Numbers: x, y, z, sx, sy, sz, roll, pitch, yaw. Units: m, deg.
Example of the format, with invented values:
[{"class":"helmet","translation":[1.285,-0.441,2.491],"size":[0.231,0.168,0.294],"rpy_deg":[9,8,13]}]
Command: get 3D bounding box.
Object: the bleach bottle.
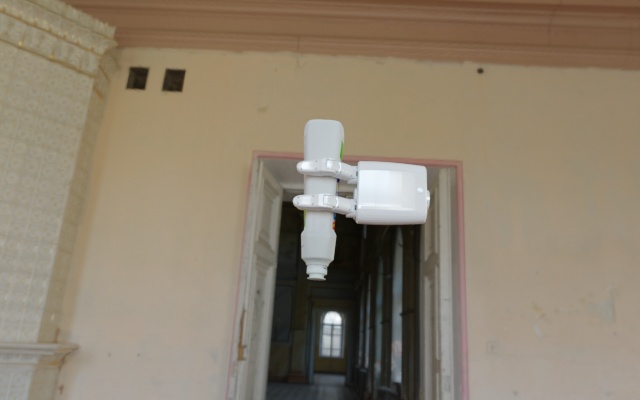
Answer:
[{"class":"bleach bottle","translation":[0.000,0.002,0.771],"size":[0.068,0.250,0.102],"rpy_deg":[3,-16,2]}]
